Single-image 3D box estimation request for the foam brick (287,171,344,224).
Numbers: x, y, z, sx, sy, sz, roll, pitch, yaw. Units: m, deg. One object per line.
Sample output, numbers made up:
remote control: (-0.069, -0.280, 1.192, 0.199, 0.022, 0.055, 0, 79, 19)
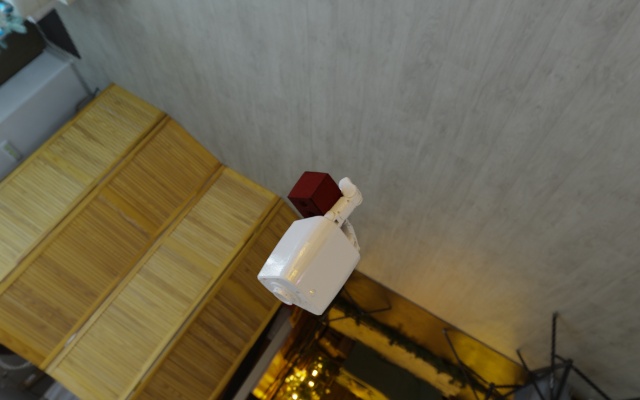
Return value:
foam brick: (0.000, 0.002, 0.703, 0.053, 0.051, 0.078, 6, -38, 48)
